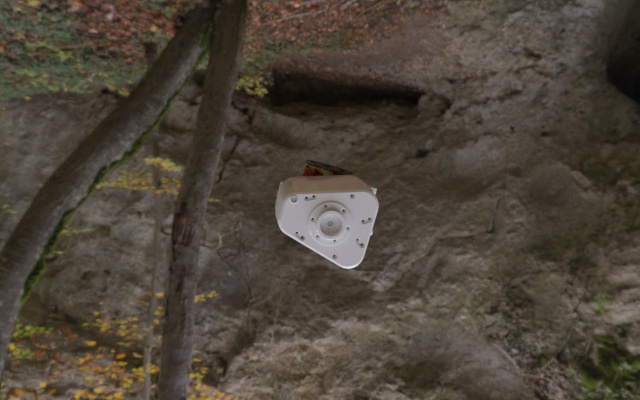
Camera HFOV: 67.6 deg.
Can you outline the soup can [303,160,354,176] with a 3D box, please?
[{"bbox_3d":[0.000,0.002,0.661,0.068,0.102,0.068,15,8,-2],"label":"soup can"}]
